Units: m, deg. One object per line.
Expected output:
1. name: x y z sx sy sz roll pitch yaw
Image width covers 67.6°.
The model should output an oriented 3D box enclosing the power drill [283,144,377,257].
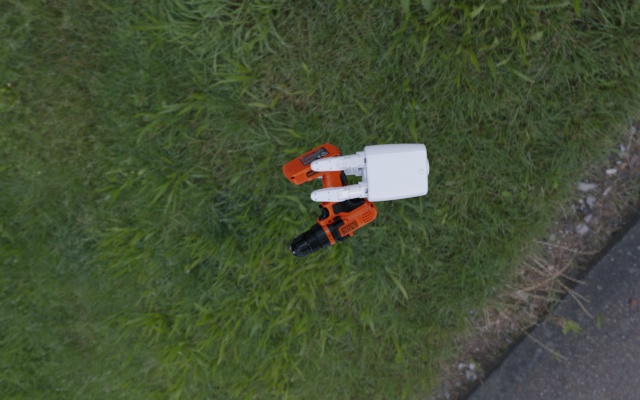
1. power drill: 0.000 0.002 0.888 0.184 0.188 0.057 -29 34 -7
